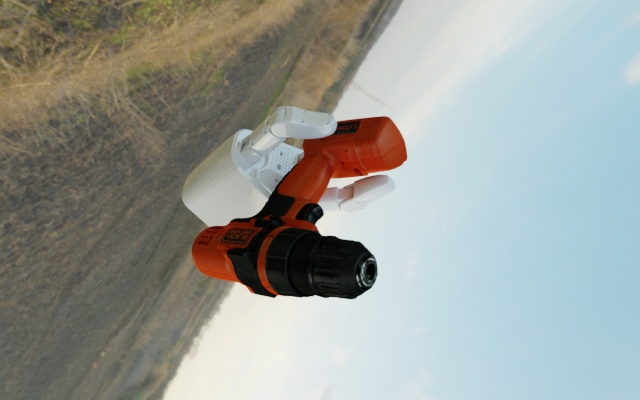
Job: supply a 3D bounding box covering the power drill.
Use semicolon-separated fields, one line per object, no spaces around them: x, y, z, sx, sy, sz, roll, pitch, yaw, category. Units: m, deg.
0.000;0.001;0.404;0.184;0.057;0.187;2;40;42;power drill
